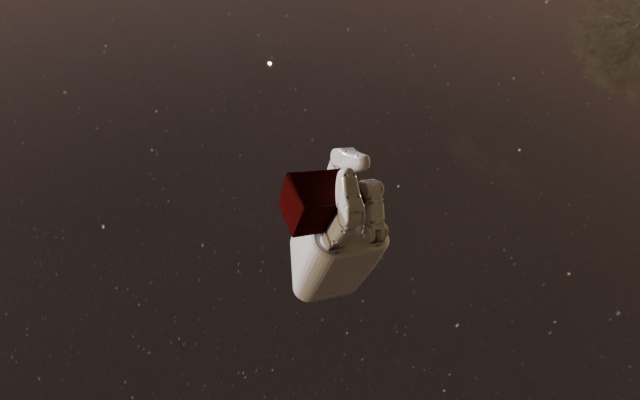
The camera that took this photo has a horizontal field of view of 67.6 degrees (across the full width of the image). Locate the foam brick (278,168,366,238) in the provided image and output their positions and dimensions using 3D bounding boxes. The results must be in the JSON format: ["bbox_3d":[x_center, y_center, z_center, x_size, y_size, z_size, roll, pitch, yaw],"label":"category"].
[{"bbox_3d":[0.000,0.002,0.523,0.078,0.053,0.051,-6,-37,-27],"label":"foam brick"}]
